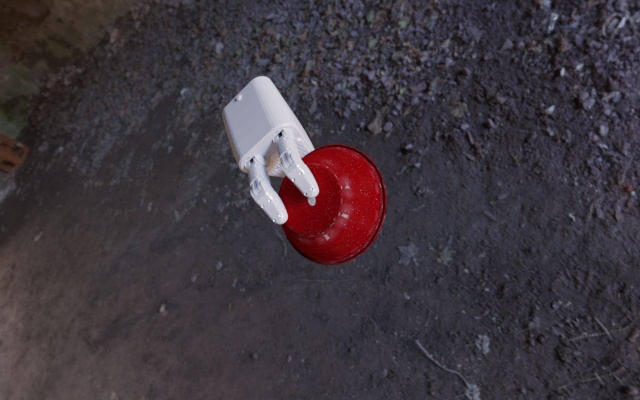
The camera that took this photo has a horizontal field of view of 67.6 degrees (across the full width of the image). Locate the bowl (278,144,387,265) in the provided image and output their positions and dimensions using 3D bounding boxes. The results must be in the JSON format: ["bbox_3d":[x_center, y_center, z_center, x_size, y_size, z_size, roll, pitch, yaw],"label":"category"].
[{"bbox_3d":[0.001,0.003,0.610,0.162,0.162,0.055,0,-6,30],"label":"bowl"}]
